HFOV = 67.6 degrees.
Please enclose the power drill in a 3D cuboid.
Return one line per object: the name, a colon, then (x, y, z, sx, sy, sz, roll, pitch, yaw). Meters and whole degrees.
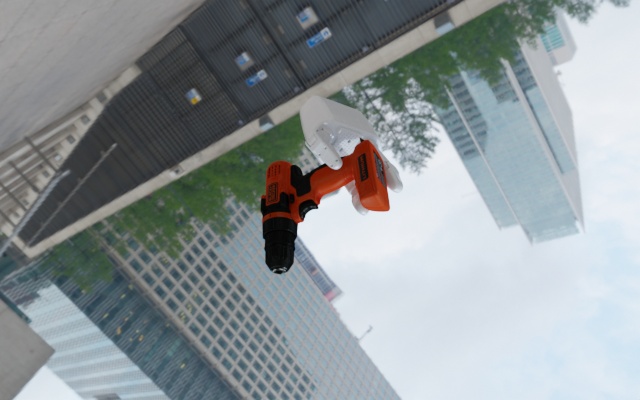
power drill: (0.001, 0.002, 0.674, 0.187, 0.184, 0.057, -17, -35, 21)
